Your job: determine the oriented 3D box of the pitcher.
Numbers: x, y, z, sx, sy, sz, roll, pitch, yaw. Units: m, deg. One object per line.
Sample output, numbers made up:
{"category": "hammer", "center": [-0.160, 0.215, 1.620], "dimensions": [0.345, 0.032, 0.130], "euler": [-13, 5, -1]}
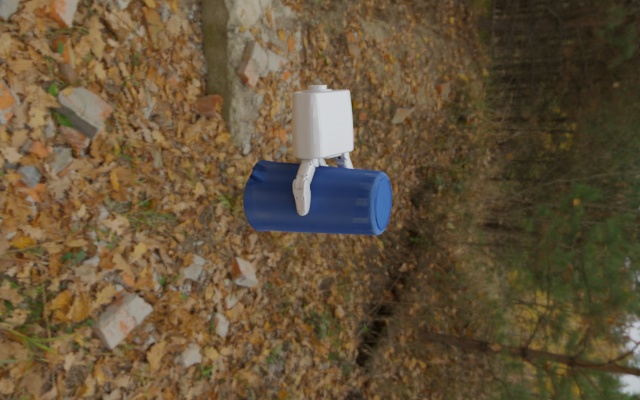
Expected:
{"category": "pitcher", "center": [0.000, 0.003, 0.851], "dimensions": [0.243, 0.145, 0.149], "euler": [4, 15, 24]}
